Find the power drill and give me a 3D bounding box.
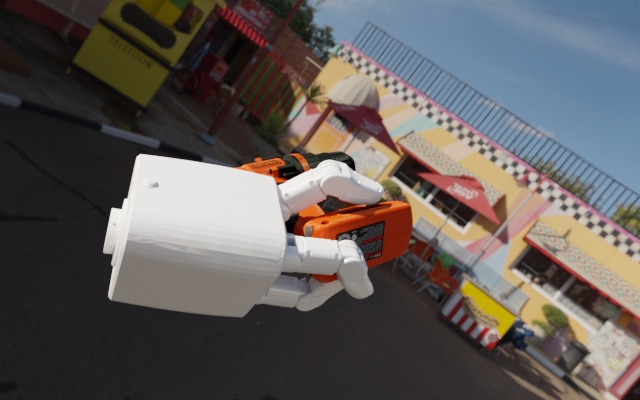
[{"bbox_3d":[0.000,0.002,0.472,0.184,0.057,0.187,-16,28,-31],"label":"power drill"}]
